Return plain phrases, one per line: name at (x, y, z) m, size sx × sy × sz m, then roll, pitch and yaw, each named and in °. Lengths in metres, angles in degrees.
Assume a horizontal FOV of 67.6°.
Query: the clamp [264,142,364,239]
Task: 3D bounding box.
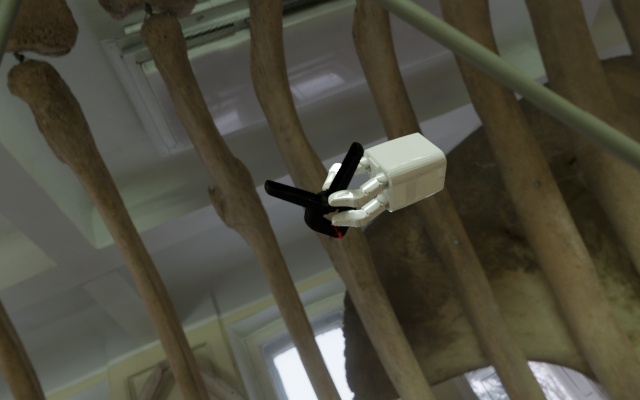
clamp at (0.000, 0.002, 0.804) m, size 0.164 × 0.036 × 0.210 m, roll -19°, pitch -39°, yaw -6°
